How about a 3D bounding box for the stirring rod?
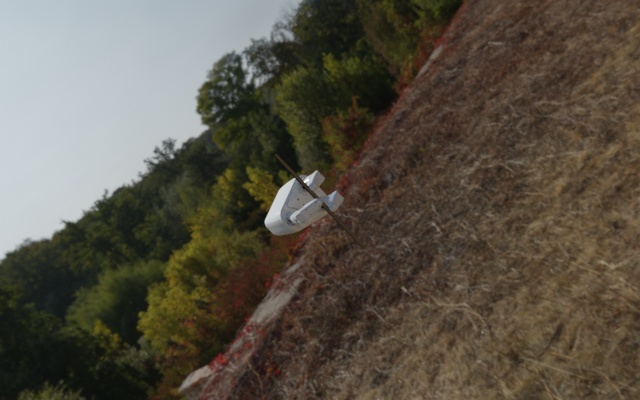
[{"bbox_3d":[0.000,0.003,0.880,0.011,0.239,0.011,-42,11,10],"label":"stirring rod"}]
